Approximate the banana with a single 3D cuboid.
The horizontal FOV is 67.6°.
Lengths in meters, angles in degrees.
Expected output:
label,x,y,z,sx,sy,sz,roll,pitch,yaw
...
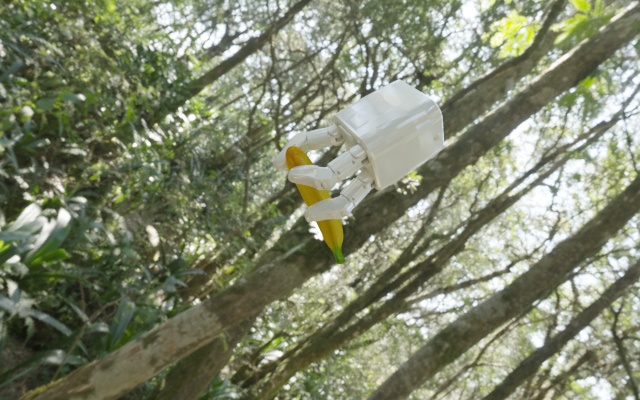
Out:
label,x,y,z,sx,sy,sz,roll,pitch,yaw
banana,-0.004,-0.003,0.663,0.037,0.198,0.069,-28,31,-3
